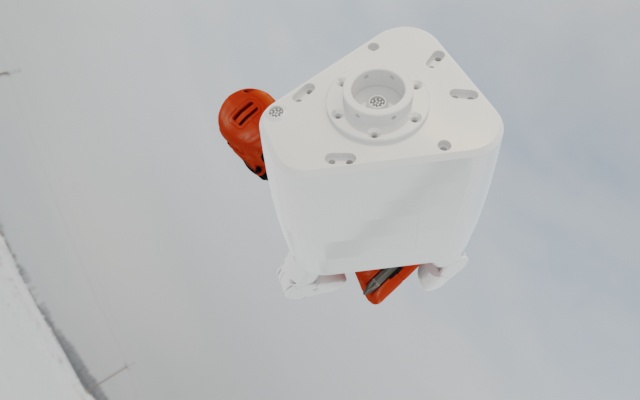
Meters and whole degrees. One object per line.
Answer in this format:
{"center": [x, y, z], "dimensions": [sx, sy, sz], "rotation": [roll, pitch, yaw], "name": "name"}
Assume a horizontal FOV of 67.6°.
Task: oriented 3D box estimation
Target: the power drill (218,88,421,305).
{"center": [0.000, 0.002, 0.408], "dimensions": [0.187, 0.057, 0.184], "rotation": [44, -1, 9], "name": "power drill"}
